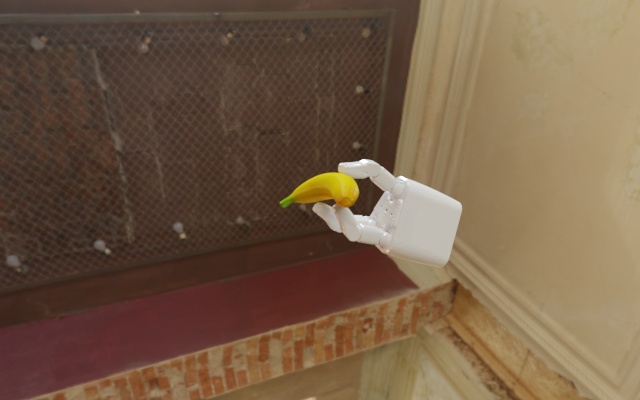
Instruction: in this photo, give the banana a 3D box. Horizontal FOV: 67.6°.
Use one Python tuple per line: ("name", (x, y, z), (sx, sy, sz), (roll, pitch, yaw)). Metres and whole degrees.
("banana", (0.010, -0.011, 0.675), (0.037, 0.069, 0.198), (47, -22, -17))
